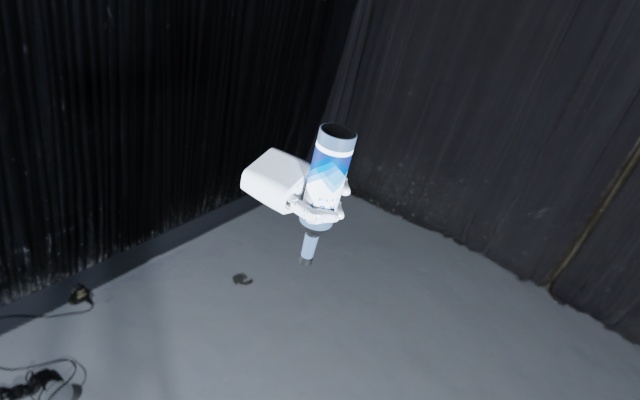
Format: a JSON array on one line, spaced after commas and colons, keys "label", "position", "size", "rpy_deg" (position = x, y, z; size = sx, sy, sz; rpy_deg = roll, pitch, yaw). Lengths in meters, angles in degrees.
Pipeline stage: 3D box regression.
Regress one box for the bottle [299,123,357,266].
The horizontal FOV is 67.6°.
[{"label": "bottle", "position": [0.000, 0.003, 0.894], "size": [0.069, 0.296, 0.069], "rpy_deg": [10, 31, -6]}]
